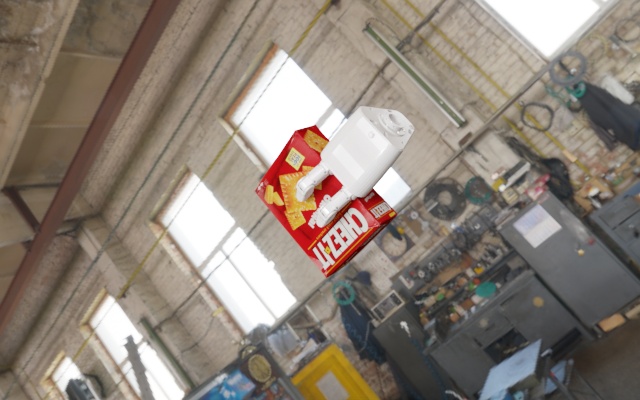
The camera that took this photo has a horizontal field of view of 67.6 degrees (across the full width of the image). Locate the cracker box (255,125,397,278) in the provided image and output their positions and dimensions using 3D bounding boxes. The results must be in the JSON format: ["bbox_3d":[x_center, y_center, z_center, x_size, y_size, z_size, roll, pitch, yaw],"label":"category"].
[{"bbox_3d":[0.000,0.003,0.831,0.072,0.213,0.164,-25,-20,-51],"label":"cracker box"}]
